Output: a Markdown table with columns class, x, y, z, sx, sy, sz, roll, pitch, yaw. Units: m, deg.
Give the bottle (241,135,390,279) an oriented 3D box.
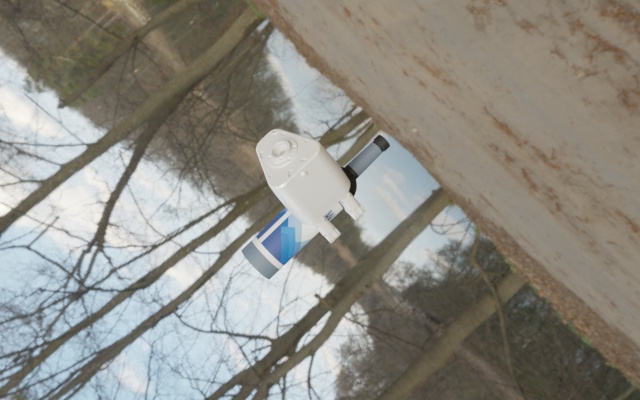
| class | x | y | z | sx | sy | sz | roll | pitch | yaw |
| --- | --- | --- | --- | --- | --- | --- | --- | --- | --- |
| bottle | 0.000 | 0.003 | 0.782 | 0.295 | 0.069 | 0.069 | -44 | 3 | -3 |
